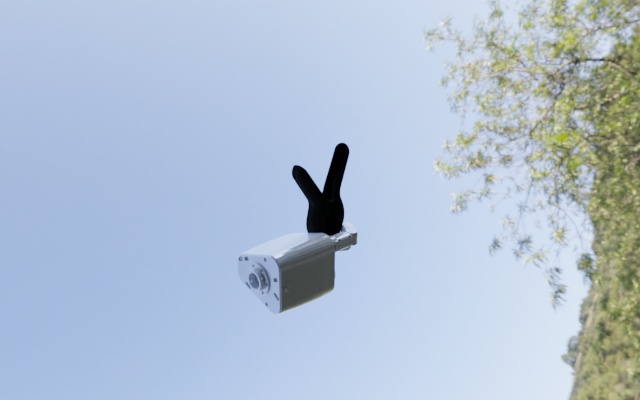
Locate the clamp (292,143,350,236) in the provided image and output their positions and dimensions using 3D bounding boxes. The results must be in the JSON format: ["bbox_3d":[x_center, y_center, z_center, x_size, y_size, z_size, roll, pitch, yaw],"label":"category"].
[{"bbox_3d":[0.000,0.002,0.739,0.120,0.171,0.039,-17,25,-42],"label":"clamp"}]
